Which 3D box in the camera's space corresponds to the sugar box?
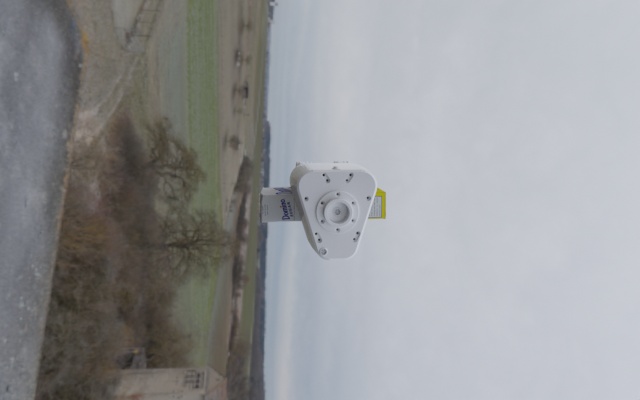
[{"bbox_3d":[0.000,0.002,0.702,0.176,0.048,0.093,1,8,-6],"label":"sugar box"}]
